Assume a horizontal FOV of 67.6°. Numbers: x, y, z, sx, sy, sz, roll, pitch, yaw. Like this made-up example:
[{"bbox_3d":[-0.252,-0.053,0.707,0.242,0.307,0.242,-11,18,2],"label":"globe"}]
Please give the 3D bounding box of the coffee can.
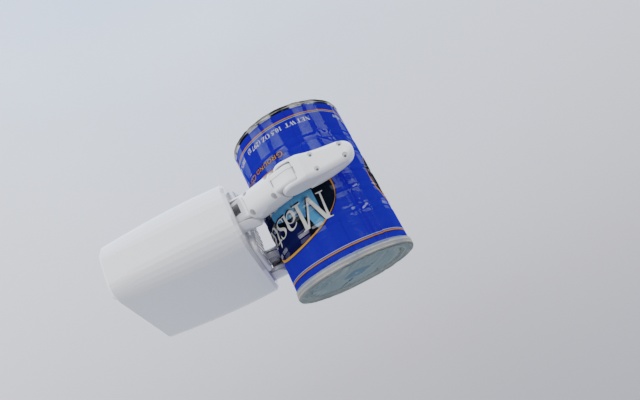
[{"bbox_3d":[0.000,0.001,0.407,0.103,0.140,0.103,-24,-20,-9],"label":"coffee can"}]
